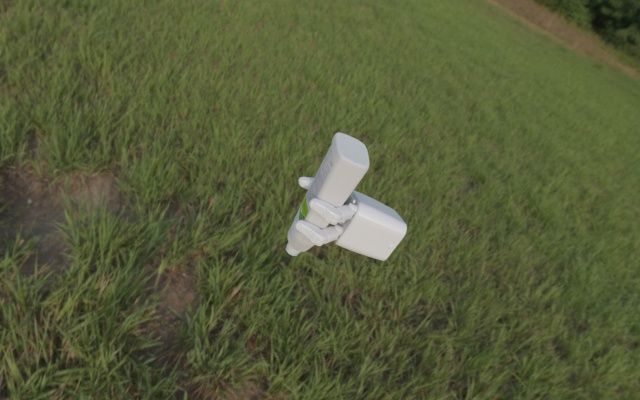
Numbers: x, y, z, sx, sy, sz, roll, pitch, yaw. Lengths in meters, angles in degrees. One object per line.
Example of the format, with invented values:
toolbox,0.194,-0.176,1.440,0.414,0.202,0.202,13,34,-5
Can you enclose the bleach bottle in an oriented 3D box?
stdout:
bleach bottle,0.000,0.003,0.892,0.068,0.251,0.102,22,32,-16
